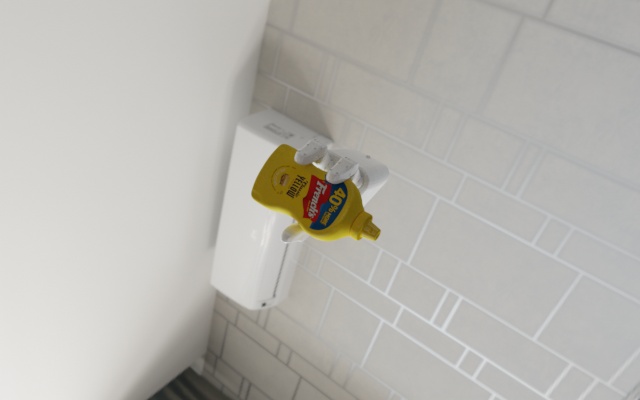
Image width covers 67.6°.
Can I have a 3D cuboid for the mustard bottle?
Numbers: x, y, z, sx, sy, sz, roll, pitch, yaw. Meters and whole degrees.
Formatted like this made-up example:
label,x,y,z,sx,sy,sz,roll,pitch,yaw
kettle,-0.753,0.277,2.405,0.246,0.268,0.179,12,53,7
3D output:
label,x,y,z,sx,sy,sz,roll,pitch,yaw
mustard bottle,0.000,0.002,0.674,0.191,0.096,0.058,31,-4,20
